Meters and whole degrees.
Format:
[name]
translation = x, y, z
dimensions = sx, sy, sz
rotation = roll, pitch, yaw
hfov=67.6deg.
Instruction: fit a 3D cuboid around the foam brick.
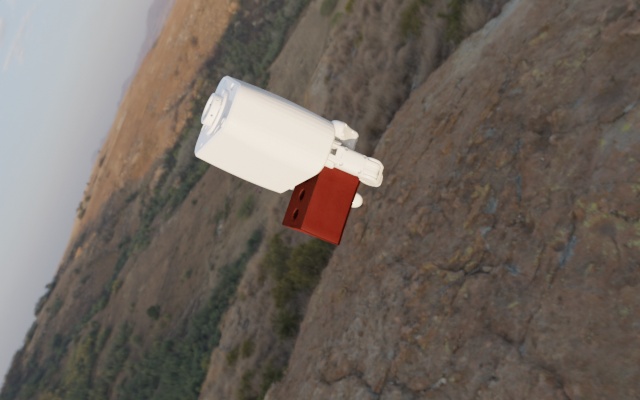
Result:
[foam brick]
translation = 0.000, 0.002, 0.522
dimensions = 0.051, 0.078, 0.053
rotation = 21, -6, -27
